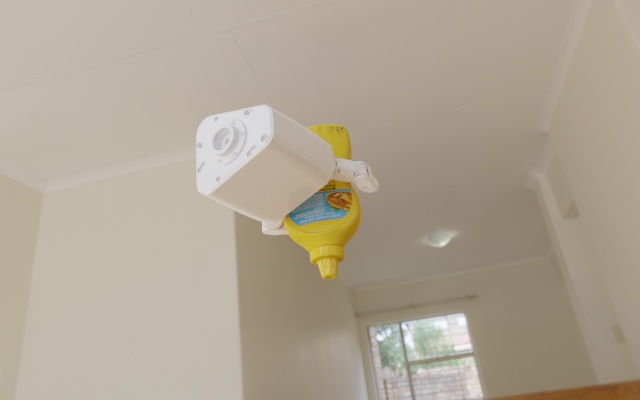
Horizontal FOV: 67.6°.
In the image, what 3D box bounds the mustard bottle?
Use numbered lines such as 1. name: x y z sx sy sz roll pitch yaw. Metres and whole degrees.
1. mustard bottle: 0.000 0.002 0.591 0.096 0.191 0.058 -10 -24 6
